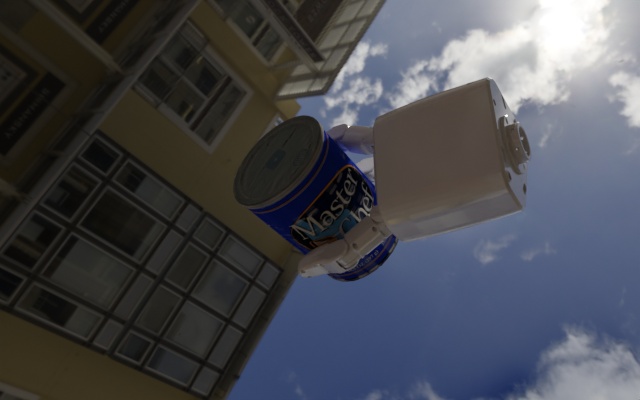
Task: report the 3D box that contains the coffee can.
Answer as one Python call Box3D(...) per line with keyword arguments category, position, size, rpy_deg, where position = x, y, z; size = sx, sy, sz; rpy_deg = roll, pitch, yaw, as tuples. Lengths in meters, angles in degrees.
Box3D(category="coffee can", position=(0.000, 0.002, 0.469), size=(0.103, 0.102, 0.140), rpy_deg=(0, -35, 46))
